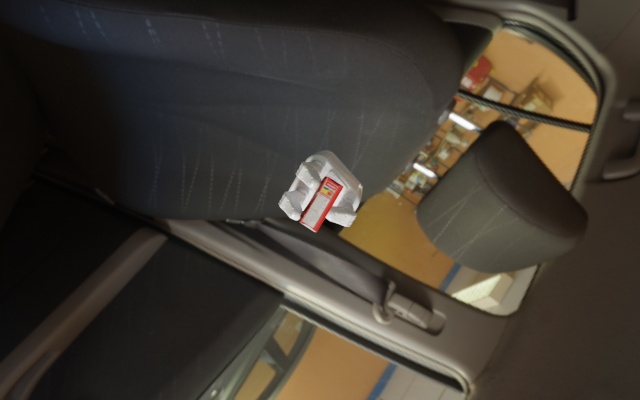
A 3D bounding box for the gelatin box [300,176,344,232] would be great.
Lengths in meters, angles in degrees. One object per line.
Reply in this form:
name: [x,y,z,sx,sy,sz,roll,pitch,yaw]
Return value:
gelatin box: [0.001,0.003,0.682,0.030,0.073,0.089,31,3,-3]
